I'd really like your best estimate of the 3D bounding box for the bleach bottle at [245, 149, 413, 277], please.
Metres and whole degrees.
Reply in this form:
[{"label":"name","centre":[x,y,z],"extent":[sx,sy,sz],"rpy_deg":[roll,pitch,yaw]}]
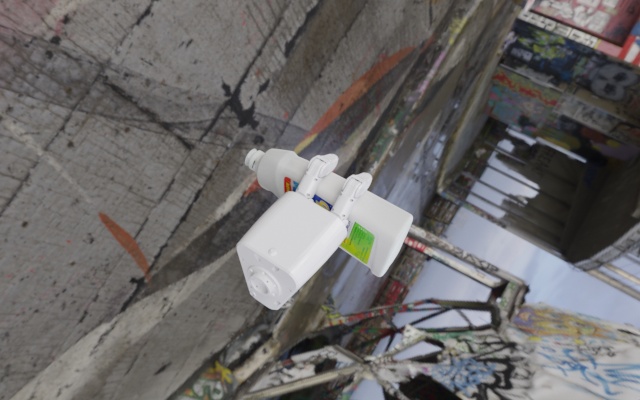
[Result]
[{"label":"bleach bottle","centre":[0.000,0.002,0.676],"extent":[0.251,0.103,0.068],"rpy_deg":[30,50,16]}]
